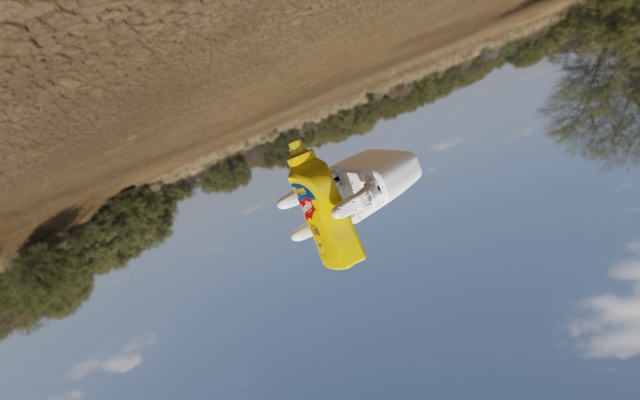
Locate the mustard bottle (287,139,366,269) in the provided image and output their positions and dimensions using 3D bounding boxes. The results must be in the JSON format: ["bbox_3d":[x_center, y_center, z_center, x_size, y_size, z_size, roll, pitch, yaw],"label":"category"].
[{"bbox_3d":[0.000,0.003,0.691,0.058,0.191,0.096,-25,9,-17],"label":"mustard bottle"}]
